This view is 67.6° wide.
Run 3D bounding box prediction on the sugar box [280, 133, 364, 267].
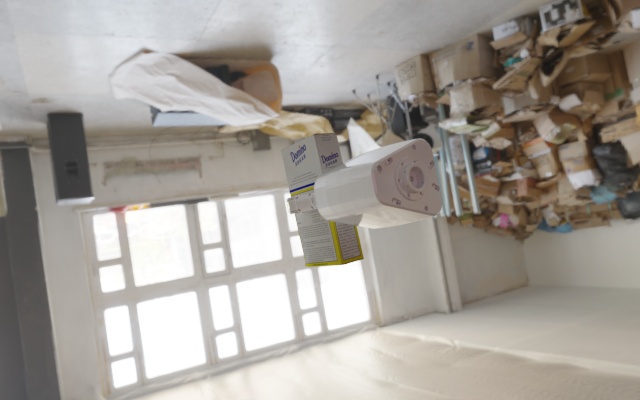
[{"bbox_3d":[0.001,0.002,0.665,0.048,0.176,0.093,-8,-3,-36],"label":"sugar box"}]
